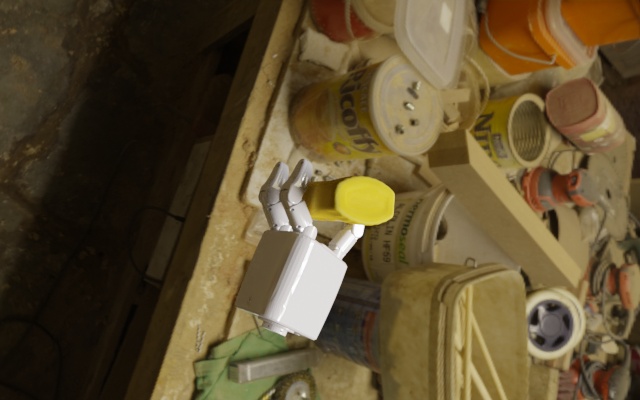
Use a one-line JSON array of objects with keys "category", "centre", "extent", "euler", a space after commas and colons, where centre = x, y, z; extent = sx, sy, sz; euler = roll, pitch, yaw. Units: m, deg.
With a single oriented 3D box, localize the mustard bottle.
[{"category": "mustard bottle", "centre": [0.000, 0.002, 0.632], "extent": [0.096, 0.058, 0.191], "euler": [6, -5, -36]}]
